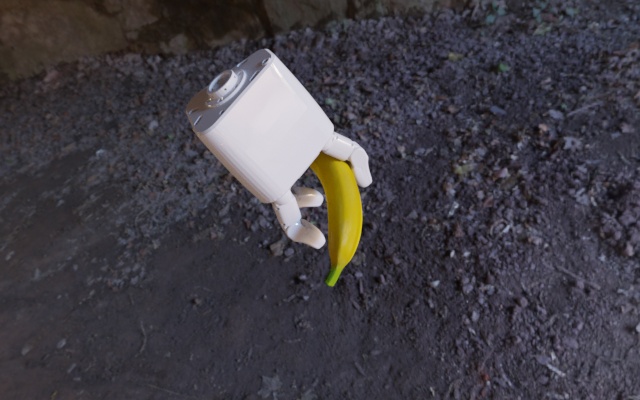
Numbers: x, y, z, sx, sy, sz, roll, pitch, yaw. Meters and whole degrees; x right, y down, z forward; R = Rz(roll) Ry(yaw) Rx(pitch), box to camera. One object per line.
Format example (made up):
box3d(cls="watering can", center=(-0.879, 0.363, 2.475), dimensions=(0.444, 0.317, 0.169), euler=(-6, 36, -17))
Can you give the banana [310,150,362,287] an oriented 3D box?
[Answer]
box3d(cls="banana", center=(0.014, -0.005, 0.539), dimensions=(0.037, 0.197, 0.070), euler=(30, -53, -35))
